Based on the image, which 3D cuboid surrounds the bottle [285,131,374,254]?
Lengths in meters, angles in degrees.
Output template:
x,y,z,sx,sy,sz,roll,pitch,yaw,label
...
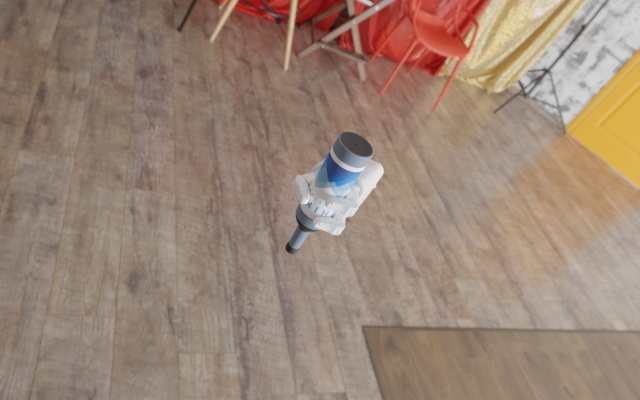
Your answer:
x,y,z,sx,sy,sz,roll,pitch,yaw,label
0.000,0.003,0.897,0.069,0.069,0.296,0,-42,-34,bottle
